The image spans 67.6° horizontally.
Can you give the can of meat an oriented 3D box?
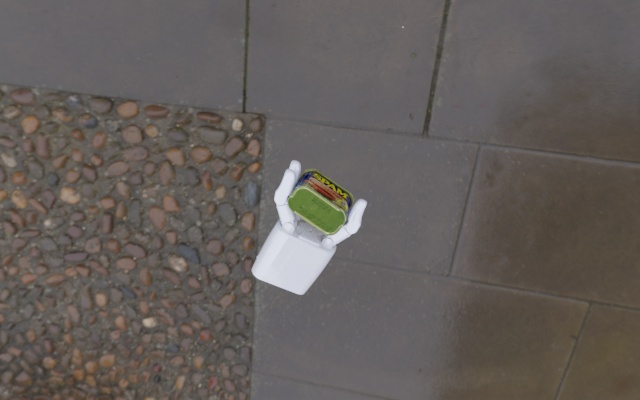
[{"bbox_3d":[0.000,0.003,0.785,0.102,0.057,0.084,34,22,-4],"label":"can of meat"}]
